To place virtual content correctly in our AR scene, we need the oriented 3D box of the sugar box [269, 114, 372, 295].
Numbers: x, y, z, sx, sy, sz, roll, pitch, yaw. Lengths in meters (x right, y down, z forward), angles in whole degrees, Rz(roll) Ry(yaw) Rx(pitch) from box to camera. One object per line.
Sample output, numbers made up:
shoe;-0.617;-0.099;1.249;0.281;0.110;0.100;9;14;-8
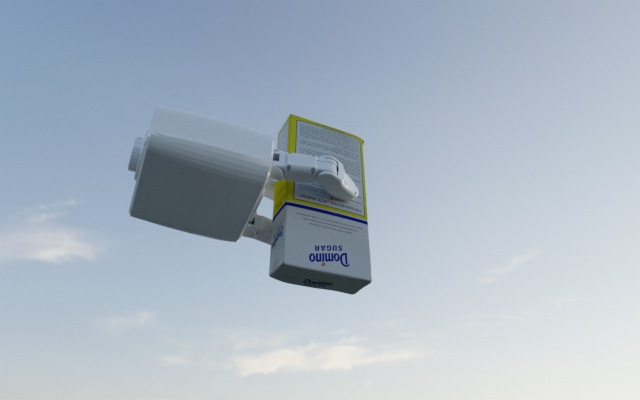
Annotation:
sugar box;0.000;0.002;0.490;0.093;0.176;0.048;15;-33;-21
